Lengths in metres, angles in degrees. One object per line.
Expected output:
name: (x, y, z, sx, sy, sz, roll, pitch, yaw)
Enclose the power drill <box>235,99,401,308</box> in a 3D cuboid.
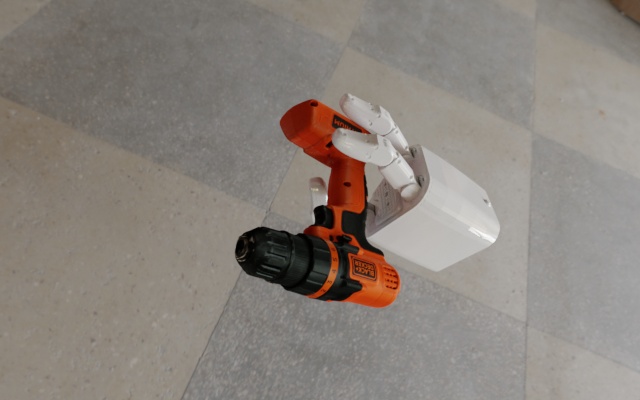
power drill: (0.000, 0.001, 0.452, 0.057, 0.187, 0.184, -23, -33, 37)
